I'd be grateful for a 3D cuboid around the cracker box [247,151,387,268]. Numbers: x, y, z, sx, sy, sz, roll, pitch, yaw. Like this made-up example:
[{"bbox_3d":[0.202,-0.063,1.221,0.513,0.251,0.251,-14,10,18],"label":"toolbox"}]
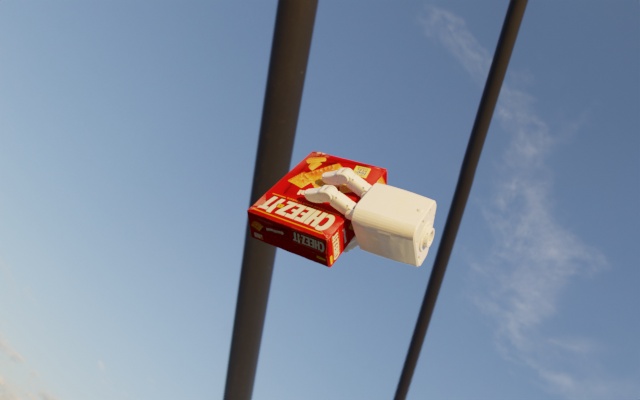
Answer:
[{"bbox_3d":[0.000,0.003,0.848,0.164,0.072,0.213,17,42,27],"label":"cracker box"}]
